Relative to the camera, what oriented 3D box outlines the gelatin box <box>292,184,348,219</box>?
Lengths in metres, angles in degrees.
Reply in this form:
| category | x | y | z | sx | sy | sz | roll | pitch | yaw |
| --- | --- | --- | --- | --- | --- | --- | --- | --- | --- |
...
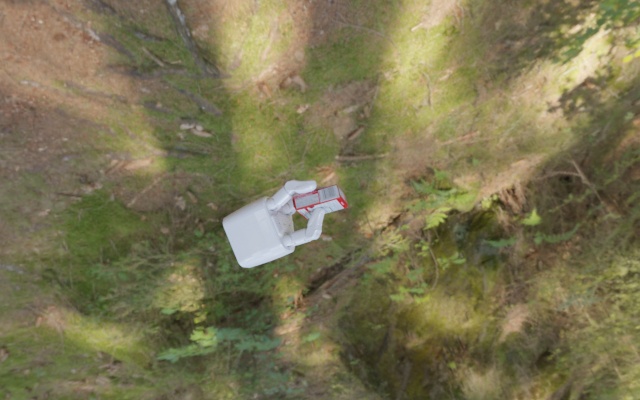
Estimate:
| category | x | y | z | sx | sy | sz | roll | pitch | yaw |
| --- | --- | --- | --- | --- | --- | --- | --- | --- | --- |
| gelatin box | 0.001 | 0.003 | 0.897 | 0.089 | 0.030 | 0.073 | -16 | -18 | 11 |
